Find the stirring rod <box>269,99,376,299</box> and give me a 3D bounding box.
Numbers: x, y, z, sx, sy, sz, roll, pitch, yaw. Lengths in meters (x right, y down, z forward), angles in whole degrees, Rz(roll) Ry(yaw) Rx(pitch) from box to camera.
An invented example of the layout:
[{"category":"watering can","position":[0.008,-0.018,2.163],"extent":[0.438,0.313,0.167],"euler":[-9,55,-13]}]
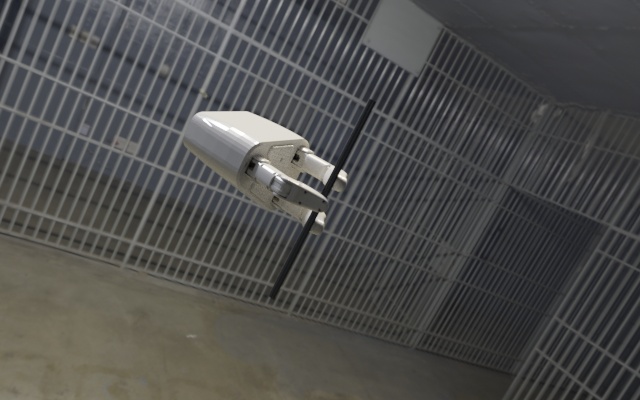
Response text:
[{"category":"stirring rod","position":[0.000,0.002,0.515],"extent":[0.011,0.239,0.011],"euler":[27,9,-4]}]
